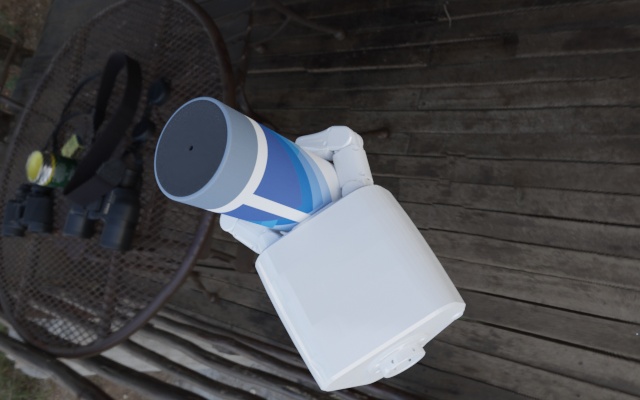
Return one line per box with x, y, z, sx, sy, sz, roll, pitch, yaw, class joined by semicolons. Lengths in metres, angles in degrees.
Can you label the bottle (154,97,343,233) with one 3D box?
0.000;0.001;0.408;0.069;0.069;0.296;0;-13;33;bottle
